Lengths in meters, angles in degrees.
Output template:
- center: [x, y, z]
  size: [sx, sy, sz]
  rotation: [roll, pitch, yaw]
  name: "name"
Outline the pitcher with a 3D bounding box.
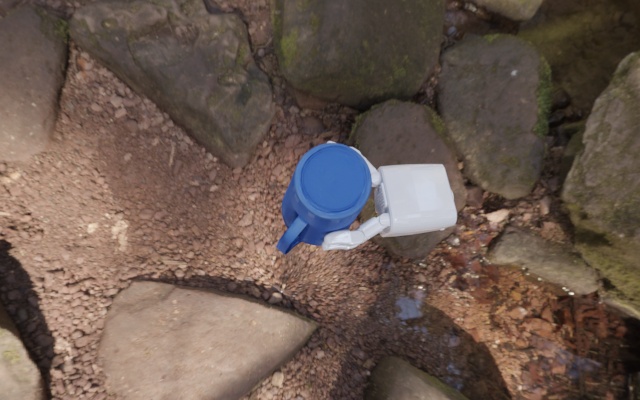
- center: [0.000, 0.002, 0.755]
  size: [0.145, 0.149, 0.243]
  rotation: [-2, -11, -6]
  name: "pitcher"
